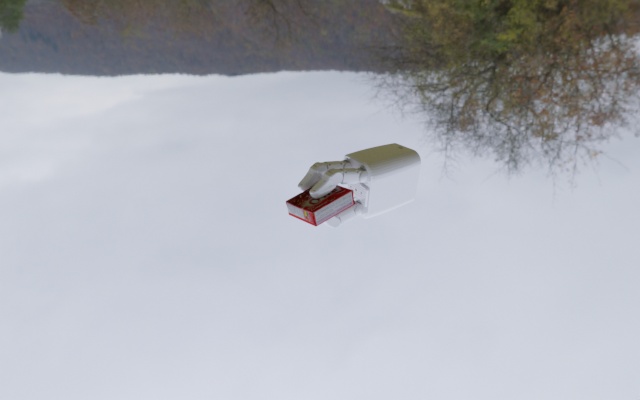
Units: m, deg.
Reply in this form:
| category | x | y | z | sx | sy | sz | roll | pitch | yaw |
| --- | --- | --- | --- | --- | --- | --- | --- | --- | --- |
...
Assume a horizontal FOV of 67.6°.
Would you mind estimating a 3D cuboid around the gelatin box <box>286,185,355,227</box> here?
| category | x | y | z | sx | sy | sz | roll | pitch | yaw |
| --- | --- | --- | --- | --- | --- | --- | --- | --- | --- |
| gelatin box | 0.000 | 0.003 | 0.782 | 0.089 | 0.030 | 0.073 | -29 | 32 | -30 |
